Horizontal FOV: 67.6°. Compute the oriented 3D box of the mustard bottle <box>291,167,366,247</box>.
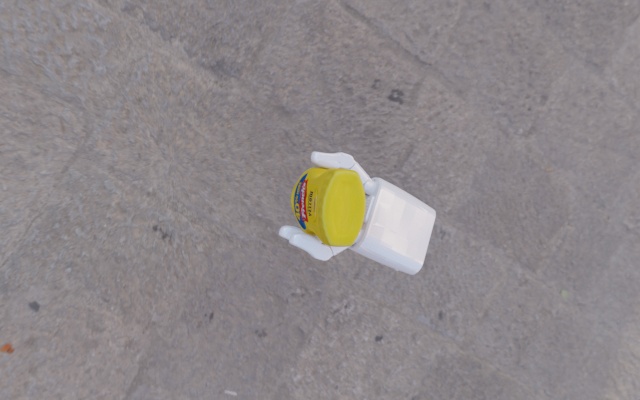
[{"bbox_3d":[0.000,0.002,0.663,0.058,0.096,0.191,1,5,-18],"label":"mustard bottle"}]
